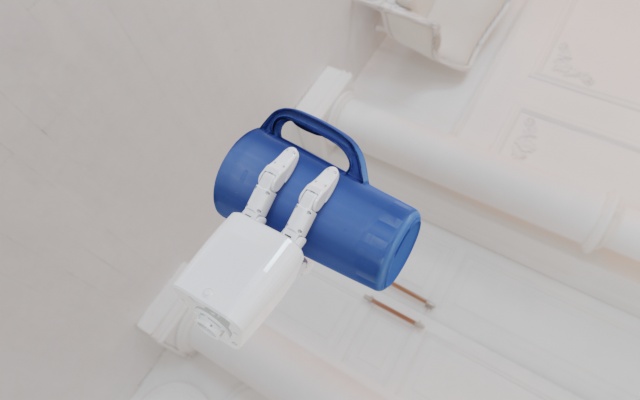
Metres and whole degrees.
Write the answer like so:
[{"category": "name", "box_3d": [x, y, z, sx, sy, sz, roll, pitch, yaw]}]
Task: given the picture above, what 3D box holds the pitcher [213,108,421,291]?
[{"category": "pitcher", "box_3d": [0.000, 0.002, 0.598, 0.243, 0.145, 0.149, 26, -31, 21]}]
